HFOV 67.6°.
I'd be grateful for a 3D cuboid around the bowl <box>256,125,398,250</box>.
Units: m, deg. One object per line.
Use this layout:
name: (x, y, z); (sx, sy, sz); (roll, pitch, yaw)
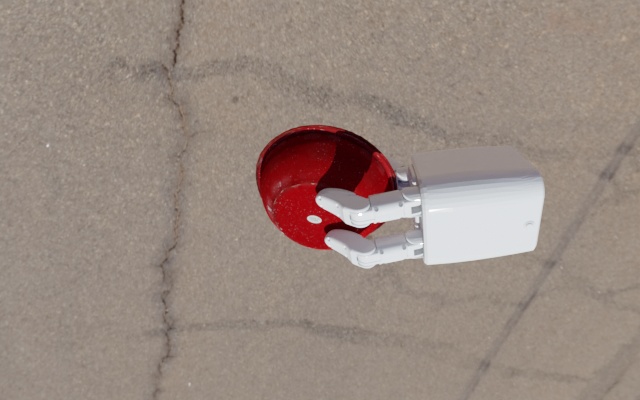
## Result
bowl: (-0.001, 0.002, 0.514); (0.162, 0.162, 0.055); (0, 39, 15)
